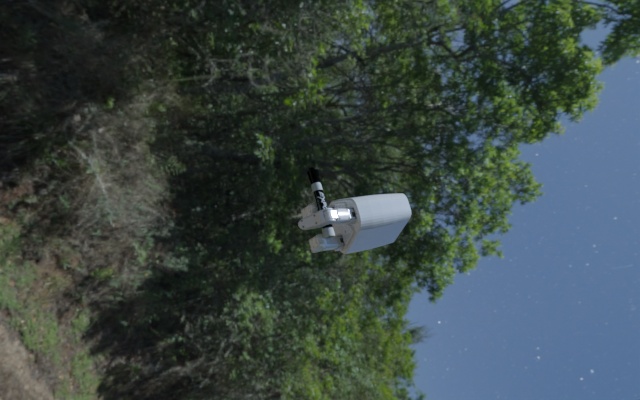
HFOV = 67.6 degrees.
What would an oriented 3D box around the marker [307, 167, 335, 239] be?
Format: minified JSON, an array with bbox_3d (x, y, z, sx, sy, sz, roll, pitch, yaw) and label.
[{"bbox_3d":[0.000,0.003,0.780,0.020,0.121,0.020,-14,-14,-4],"label":"marker"}]
